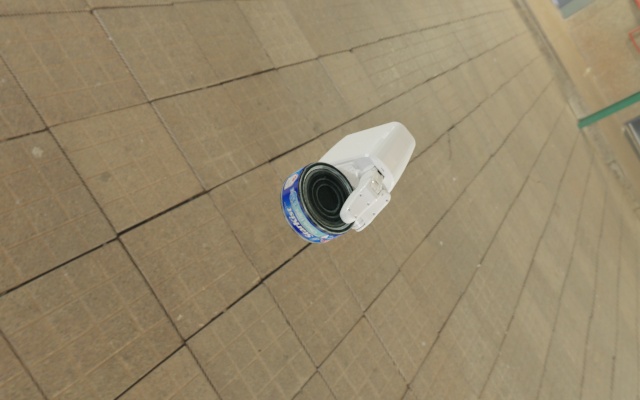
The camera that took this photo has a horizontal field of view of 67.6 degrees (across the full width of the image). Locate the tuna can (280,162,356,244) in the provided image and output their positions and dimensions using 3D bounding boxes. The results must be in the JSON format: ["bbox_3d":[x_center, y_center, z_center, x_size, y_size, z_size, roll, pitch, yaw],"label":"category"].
[{"bbox_3d":[0.000,0.002,0.521,0.086,0.086,0.034,0,-19,-42],"label":"tuna can"}]
